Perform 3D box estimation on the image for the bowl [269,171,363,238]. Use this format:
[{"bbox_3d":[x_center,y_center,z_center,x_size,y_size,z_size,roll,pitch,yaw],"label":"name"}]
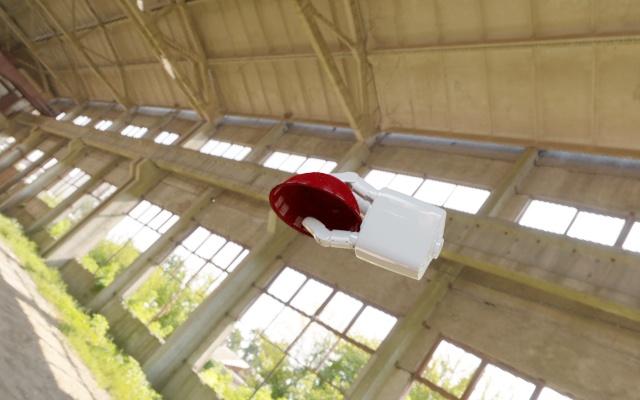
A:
[{"bbox_3d":[-0.001,0.002,0.778,0.162,0.055,0.162,16,-31,10],"label":"bowl"}]
